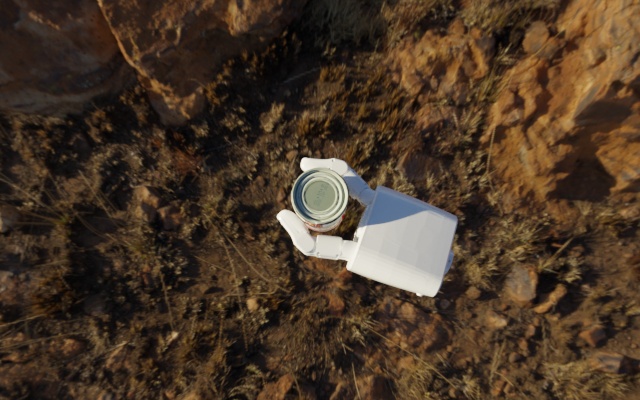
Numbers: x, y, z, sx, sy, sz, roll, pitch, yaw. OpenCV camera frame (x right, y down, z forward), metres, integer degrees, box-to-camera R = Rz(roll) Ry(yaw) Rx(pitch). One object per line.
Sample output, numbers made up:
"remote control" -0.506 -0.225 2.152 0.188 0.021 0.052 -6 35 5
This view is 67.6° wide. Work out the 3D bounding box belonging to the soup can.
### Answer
"soup can" 0.000 0.002 0.588 0.068 0.068 0.102 0 -8 0
